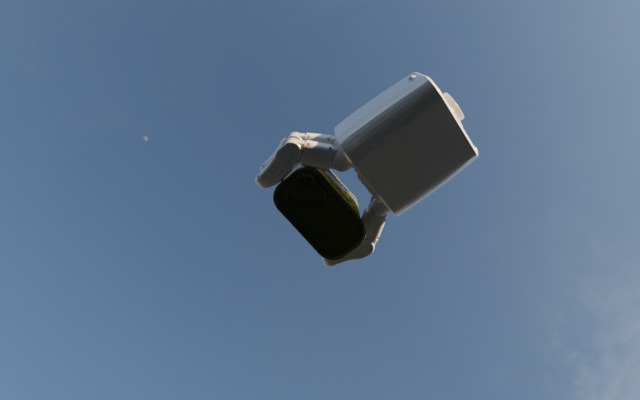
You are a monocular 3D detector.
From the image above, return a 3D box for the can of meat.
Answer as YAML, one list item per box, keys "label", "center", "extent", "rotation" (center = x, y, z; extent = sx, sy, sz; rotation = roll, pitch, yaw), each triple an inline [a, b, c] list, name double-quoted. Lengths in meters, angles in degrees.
- label: "can of meat"
  center: [0.000, 0.002, 0.517]
  extent: [0.057, 0.102, 0.084]
  rotation: [-39, 14, 13]
